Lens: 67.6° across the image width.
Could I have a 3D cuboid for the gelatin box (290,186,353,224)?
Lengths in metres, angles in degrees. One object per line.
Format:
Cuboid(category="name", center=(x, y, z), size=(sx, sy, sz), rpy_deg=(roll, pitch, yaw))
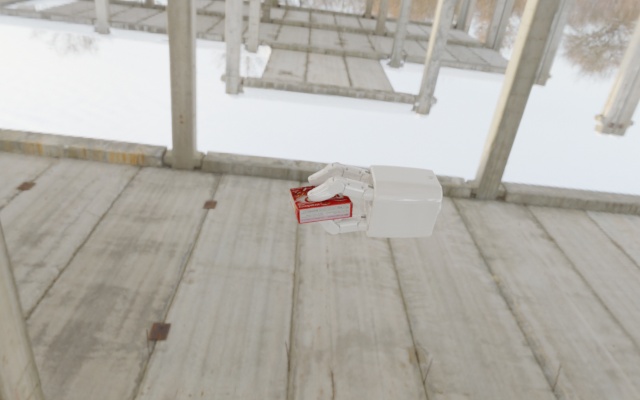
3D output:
Cuboid(category="gelatin box", center=(0.000, 0.003, 0.766), size=(0.089, 0.030, 0.073), rpy_deg=(-8, 29, -11))
